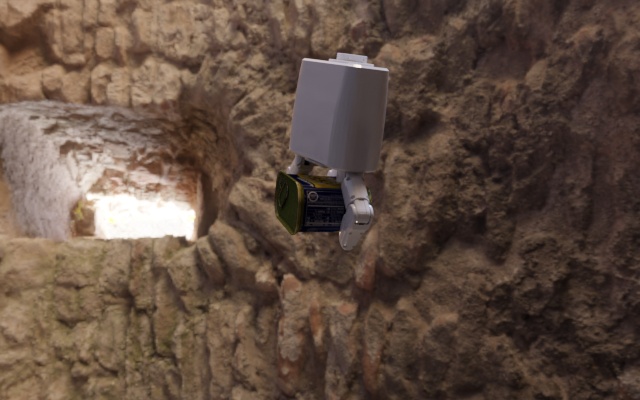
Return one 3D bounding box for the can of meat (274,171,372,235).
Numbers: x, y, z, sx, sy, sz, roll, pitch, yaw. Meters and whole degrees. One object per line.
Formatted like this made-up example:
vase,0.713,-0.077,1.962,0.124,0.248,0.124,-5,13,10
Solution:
can of meat,0.000,0.002,0.542,0.084,0.057,0.102,1,13,-19
